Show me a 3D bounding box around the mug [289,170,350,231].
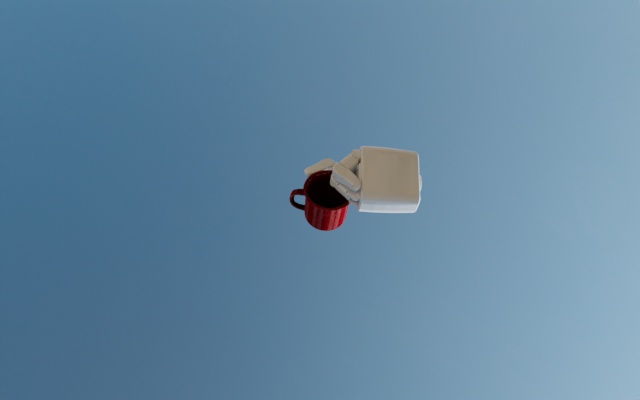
[{"bbox_3d":[-0.001,0.003,0.896,0.117,0.093,0.082,4,-36,-3],"label":"mug"}]
